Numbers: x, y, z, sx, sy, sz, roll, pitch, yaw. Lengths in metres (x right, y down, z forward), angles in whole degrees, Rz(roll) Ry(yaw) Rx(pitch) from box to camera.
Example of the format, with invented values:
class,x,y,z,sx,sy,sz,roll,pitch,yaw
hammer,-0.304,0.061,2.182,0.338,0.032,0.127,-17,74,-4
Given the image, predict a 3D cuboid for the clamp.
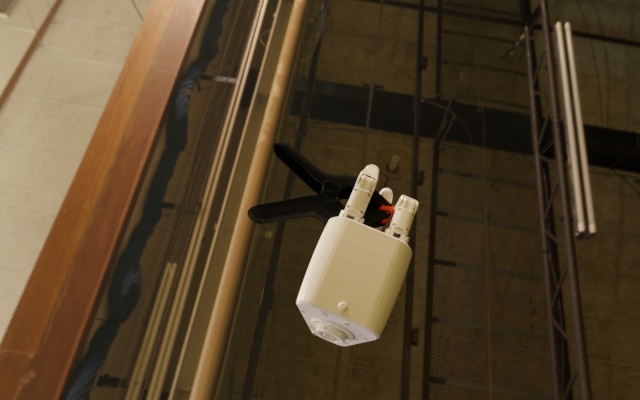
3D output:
class,x,y,z,sx,sy,sz,roll,pitch,yaw
clamp,0.000,0.002,0.573,0.171,0.120,0.039,22,-30,6
